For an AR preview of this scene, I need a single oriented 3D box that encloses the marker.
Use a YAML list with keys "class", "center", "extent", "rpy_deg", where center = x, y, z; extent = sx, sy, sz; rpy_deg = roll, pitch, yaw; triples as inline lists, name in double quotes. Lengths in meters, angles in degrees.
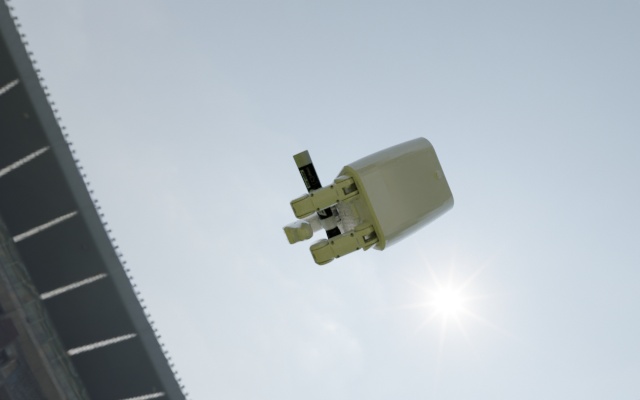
- class: "marker"
  center: [0.000, 0.002, 0.541]
  extent: [0.020, 0.121, 0.020]
  rpy_deg: [-22, 5, 2]
